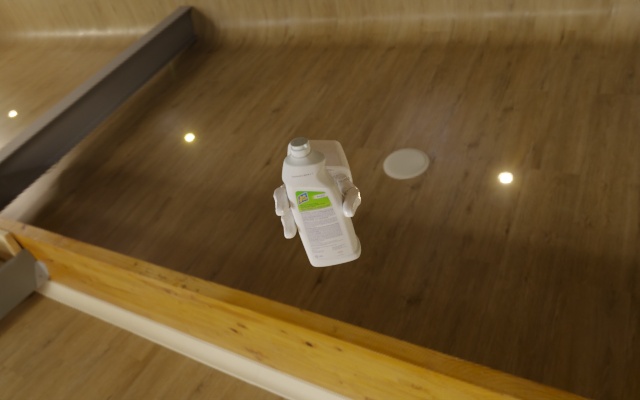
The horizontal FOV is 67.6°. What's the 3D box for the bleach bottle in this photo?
[{"bbox_3d":[0.000,0.003,0.819,0.102,0.251,0.068,-13,38,2],"label":"bleach bottle"}]
